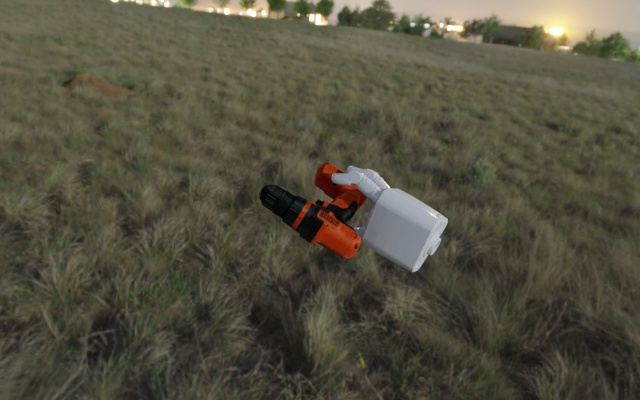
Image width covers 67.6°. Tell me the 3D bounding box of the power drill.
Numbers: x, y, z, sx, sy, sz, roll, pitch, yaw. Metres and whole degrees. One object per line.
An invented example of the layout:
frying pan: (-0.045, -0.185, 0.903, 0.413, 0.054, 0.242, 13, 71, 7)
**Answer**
power drill: (0.001, 0.003, 0.833, 0.184, 0.057, 0.187, 34, 33, -1)
